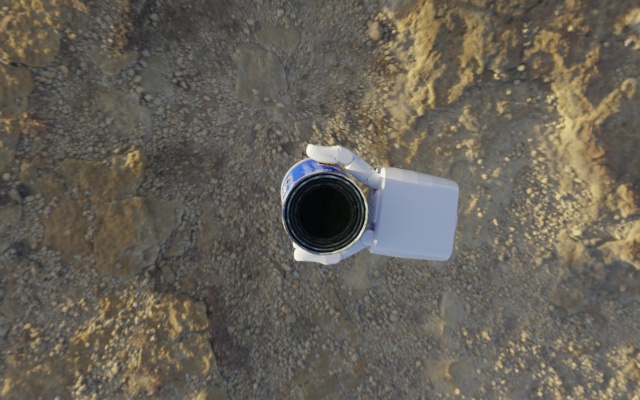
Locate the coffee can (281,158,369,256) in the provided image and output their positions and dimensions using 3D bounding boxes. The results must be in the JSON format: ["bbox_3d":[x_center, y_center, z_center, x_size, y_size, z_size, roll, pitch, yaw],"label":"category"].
[{"bbox_3d":[0.000,0.002,0.626,0.103,0.103,0.140,0,12,-5],"label":"coffee can"}]
